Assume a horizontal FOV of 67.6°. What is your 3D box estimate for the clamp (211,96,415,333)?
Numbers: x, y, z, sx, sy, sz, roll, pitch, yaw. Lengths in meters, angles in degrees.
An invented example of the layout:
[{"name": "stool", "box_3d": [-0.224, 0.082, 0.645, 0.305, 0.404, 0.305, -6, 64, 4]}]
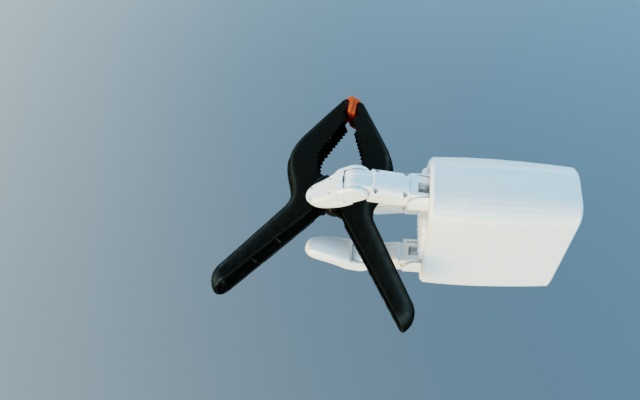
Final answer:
[{"name": "clamp", "box_3d": [0.000, 0.001, 0.414, 0.164, 0.210, 0.036, 3, -25, 7]}]
